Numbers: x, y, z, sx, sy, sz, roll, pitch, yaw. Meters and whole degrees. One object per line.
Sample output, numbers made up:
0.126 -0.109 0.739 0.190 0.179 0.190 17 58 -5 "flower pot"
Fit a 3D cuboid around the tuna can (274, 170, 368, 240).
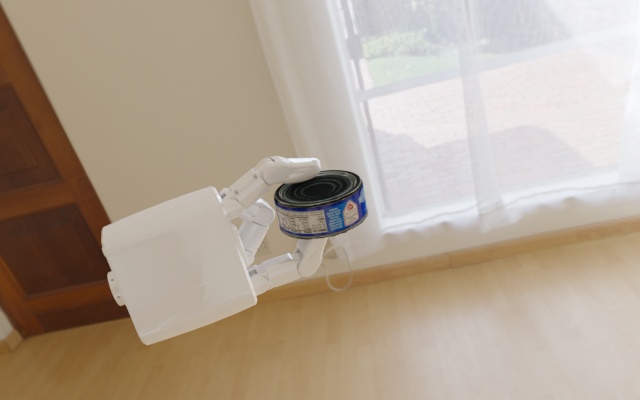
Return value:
0.000 0.001 0.448 0.086 0.034 0.086 -9 23 4 "tuna can"
